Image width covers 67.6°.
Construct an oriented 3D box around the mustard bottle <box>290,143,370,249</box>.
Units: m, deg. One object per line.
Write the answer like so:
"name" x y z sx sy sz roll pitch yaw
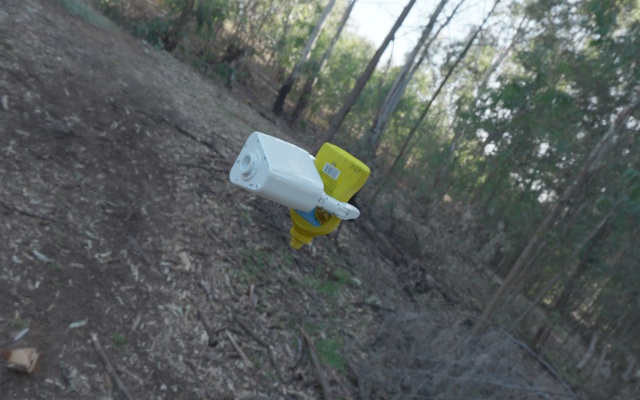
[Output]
"mustard bottle" 0.000 0.003 0.836 0.096 0.192 0.058 37 14 26
